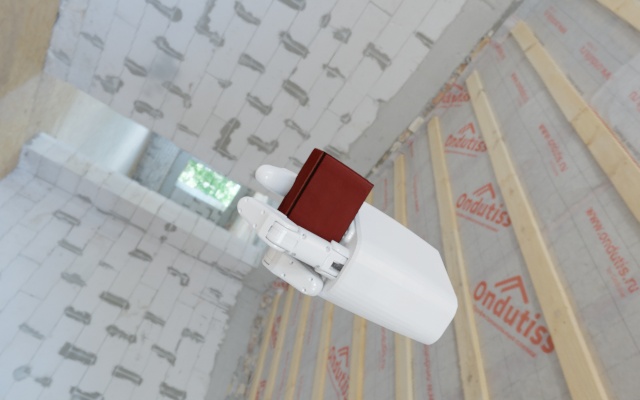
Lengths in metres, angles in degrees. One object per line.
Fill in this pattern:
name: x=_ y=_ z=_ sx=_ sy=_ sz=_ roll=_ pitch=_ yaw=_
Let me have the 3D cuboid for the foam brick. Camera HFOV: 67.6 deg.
foam brick: x=0.000 y=0.001 z=0.408 sx=0.051 sy=0.078 sz=0.053 roll=30 pitch=6 yaw=-13
